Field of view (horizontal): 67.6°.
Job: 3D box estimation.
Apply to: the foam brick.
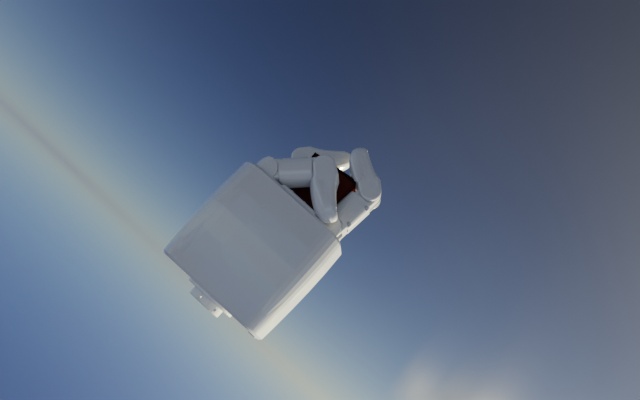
[{"bbox_3d":[0.000,0.002,0.470,0.053,0.051,0.078,37,-17,20],"label":"foam brick"}]
